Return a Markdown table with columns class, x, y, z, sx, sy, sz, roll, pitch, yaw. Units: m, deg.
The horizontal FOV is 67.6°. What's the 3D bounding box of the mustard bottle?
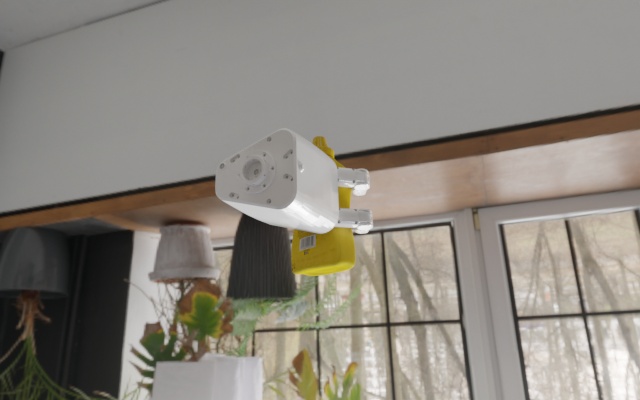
| class | x | y | z | sx | sy | sz | roll | pitch | yaw |
| --- | --- | --- | --- | --- | --- | --- | --- | --- | --- |
| mustard bottle | 0.000 | 0.002 | 0.653 | 0.058 | 0.191 | 0.096 | 13 | -23 | -38 |
